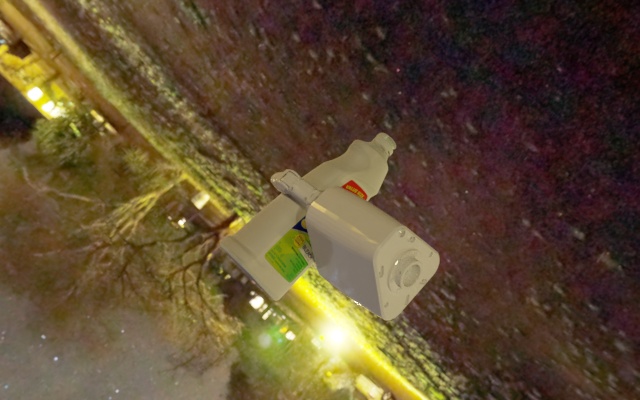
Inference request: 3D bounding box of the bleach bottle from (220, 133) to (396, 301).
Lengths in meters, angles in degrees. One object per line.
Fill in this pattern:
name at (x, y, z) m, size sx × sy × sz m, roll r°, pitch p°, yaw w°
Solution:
bleach bottle at (0.000, 0.002, 0.596) m, size 0.068 × 0.251 × 0.103 m, roll 31°, pitch -19°, yaw 45°
